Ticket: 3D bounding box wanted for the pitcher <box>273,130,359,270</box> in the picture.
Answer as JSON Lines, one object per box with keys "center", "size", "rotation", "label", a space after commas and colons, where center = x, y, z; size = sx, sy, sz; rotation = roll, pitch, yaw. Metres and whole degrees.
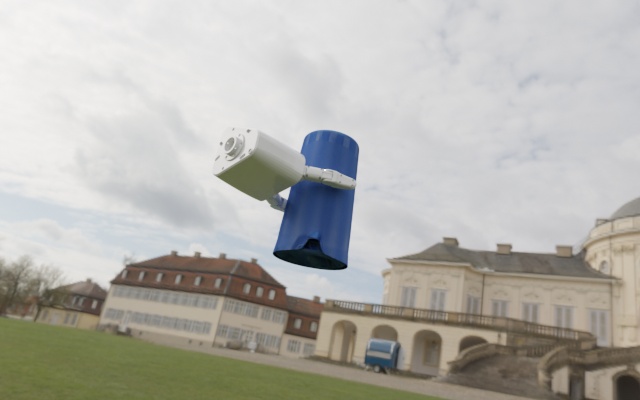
{"center": [0.000, 0.003, 0.880], "size": [0.149, 0.242, 0.145], "rotation": [-8, -27, 43], "label": "pitcher"}
